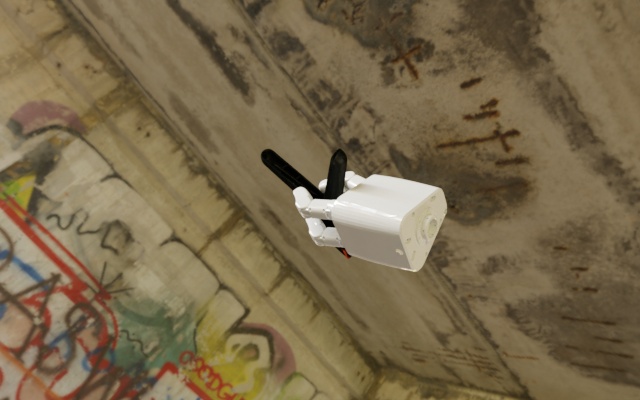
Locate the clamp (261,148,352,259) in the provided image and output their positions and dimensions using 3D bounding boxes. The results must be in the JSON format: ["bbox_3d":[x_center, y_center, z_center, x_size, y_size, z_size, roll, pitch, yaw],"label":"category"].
[{"bbox_3d":[0.001,0.002,0.721,0.164,0.210,0.036,13,50,41],"label":"clamp"}]
